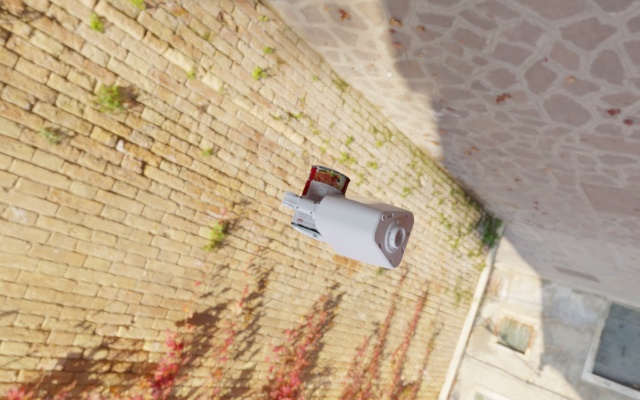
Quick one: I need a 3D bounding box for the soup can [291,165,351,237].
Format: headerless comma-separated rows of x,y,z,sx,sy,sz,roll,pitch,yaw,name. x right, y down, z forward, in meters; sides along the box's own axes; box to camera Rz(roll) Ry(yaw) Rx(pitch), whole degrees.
0.000,0.003,0.769,0.068,0.102,0.068,20,-7,3,soup can
